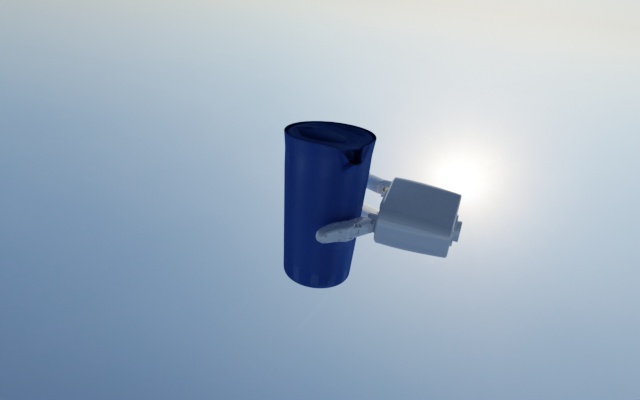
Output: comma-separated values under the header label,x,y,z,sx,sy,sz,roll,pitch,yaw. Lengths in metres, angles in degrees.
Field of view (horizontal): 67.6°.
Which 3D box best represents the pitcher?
label,x,y,z,sx,sy,sz,roll,pitch,yaw
pitcher,0.000,0.002,0.736,0.145,0.243,0.149,13,24,15
